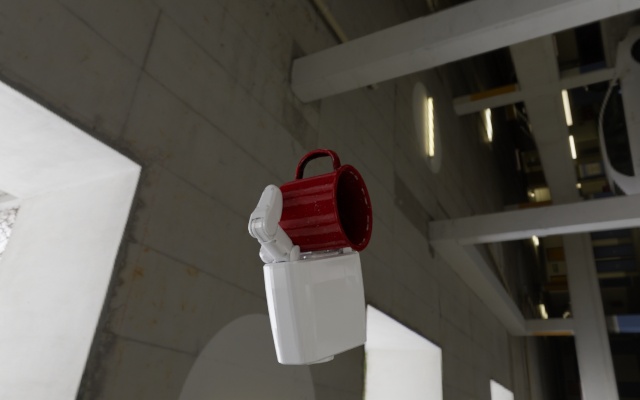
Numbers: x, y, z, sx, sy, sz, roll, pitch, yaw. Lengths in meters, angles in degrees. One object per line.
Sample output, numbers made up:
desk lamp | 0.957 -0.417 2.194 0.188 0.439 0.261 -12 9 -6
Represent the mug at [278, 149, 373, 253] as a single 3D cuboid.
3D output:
mug | 0.000 0.000 0.524 0.081 0.117 0.093 -10 -7 28
